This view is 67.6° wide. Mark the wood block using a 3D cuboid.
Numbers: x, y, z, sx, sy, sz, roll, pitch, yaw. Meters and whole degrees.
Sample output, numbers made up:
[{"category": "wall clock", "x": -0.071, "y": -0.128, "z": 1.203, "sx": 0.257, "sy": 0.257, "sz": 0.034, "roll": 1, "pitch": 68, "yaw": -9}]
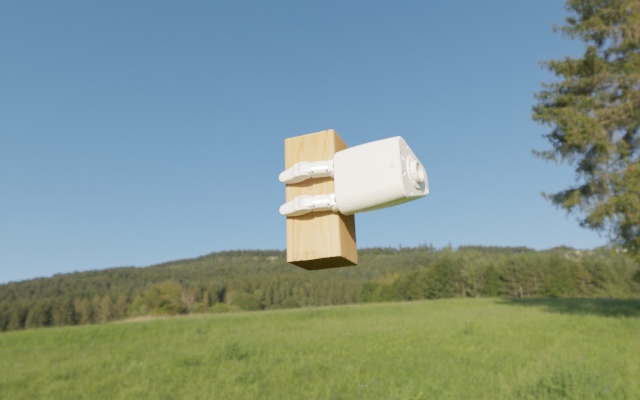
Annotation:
[{"category": "wood block", "x": 0.001, "y": 0.002, "z": 0.781, "sx": 0.090, "sy": 0.206, "sz": 0.091, "roll": -9, "pitch": -20, "yaw": 20}]
